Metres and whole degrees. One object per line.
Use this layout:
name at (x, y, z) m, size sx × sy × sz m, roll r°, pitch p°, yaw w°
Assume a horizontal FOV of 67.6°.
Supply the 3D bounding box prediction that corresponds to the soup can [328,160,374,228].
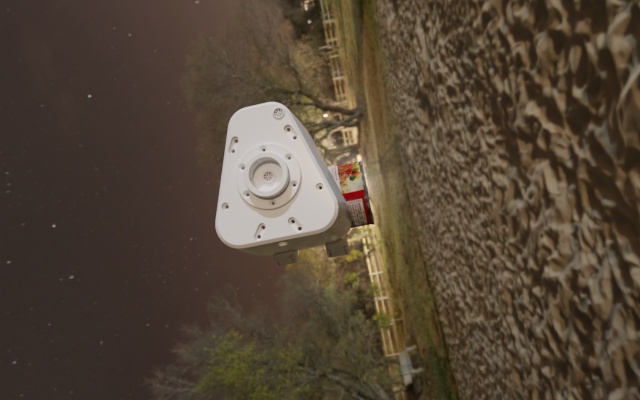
soup can at (0.000, 0.002, 0.500) m, size 0.102 × 0.068 × 0.068 m, roll -12°, pitch -1°, yaw 5°
